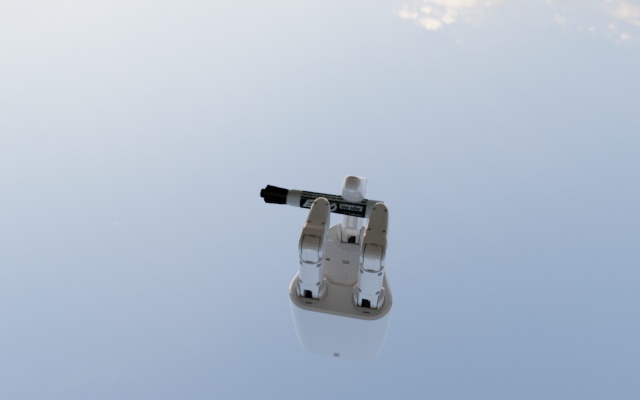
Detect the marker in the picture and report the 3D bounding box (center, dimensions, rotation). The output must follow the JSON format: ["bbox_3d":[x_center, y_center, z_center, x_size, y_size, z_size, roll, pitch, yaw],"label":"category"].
[{"bbox_3d":[0.000,0.001,0.462,0.121,0.020,0.020,8,1,10],"label":"marker"}]
